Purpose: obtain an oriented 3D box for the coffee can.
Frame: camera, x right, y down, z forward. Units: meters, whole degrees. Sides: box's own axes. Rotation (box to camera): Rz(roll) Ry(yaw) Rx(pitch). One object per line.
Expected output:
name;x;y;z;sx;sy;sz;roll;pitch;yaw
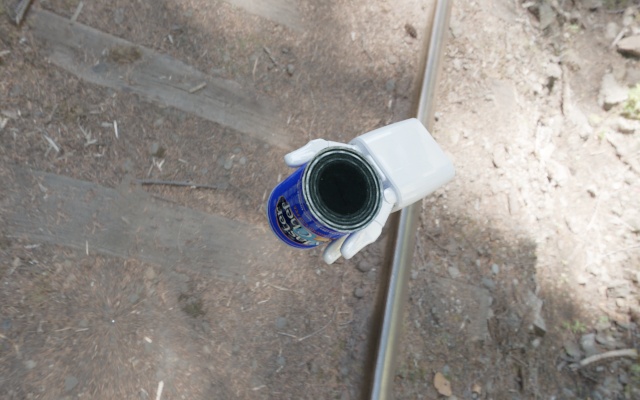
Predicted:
coffee can;0.000;0.002;0.602;0.103;0.102;0.140;0;-13;-23
